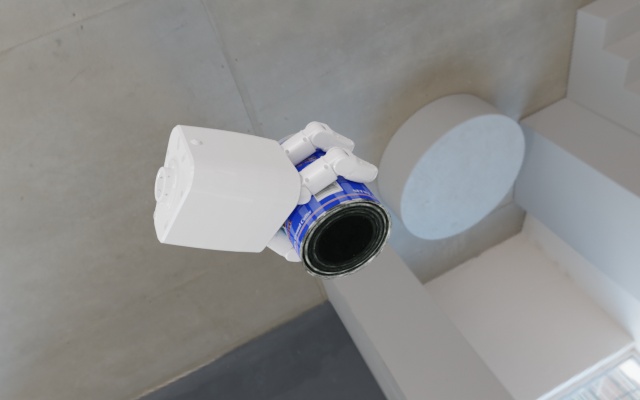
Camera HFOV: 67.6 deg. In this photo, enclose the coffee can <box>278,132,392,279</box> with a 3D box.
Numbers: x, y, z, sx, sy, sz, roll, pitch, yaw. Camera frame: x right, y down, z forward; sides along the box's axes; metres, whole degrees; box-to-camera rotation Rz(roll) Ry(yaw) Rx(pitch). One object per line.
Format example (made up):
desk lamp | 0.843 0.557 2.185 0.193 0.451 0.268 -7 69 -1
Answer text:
coffee can | 0.000 0.002 0.529 0.103 0.103 0.140 0 35 -29
